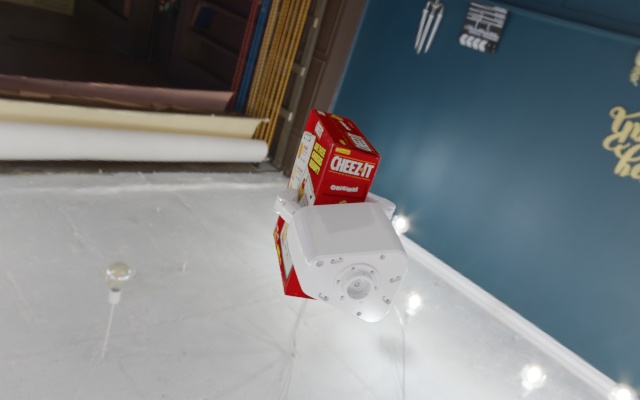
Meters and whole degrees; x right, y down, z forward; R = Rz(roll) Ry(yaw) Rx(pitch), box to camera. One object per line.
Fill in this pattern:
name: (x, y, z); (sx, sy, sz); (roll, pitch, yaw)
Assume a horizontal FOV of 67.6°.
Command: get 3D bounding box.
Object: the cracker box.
cracker box: (0.000, 0.002, 0.656); (0.072, 0.214, 0.164); (12, 22, -16)
